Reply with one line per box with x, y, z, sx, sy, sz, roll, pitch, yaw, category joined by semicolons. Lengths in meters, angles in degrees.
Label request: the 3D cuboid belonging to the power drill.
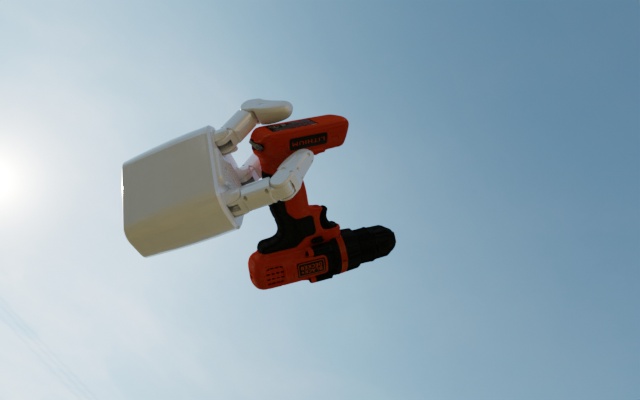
0.000;0.001;0.543;0.184;0.188;0.057;-13;20;-19;power drill
